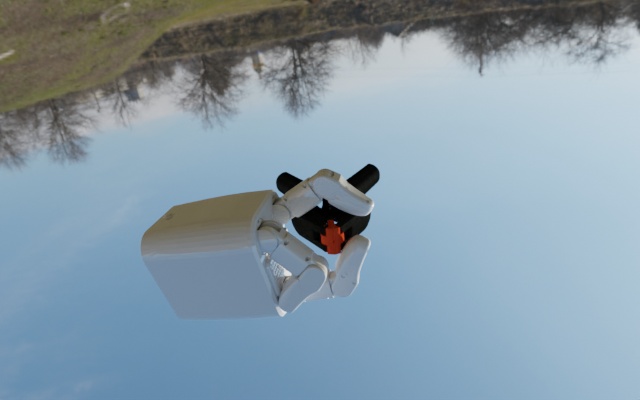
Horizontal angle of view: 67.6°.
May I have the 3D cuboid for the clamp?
[{"bbox_3d":[0.000,0.002,0.500,0.120,0.039,0.171,-7,21,12],"label":"clamp"}]
